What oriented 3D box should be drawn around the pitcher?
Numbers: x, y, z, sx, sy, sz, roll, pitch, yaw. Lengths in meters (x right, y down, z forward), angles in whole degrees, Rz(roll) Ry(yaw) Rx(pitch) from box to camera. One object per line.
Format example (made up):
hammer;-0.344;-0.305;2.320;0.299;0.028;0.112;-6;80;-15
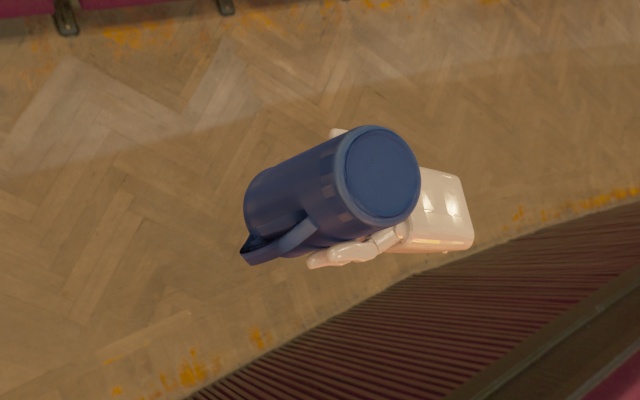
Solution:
pitcher;0.000;0.002;0.575;0.145;0.149;0.243;7;-13;-27
